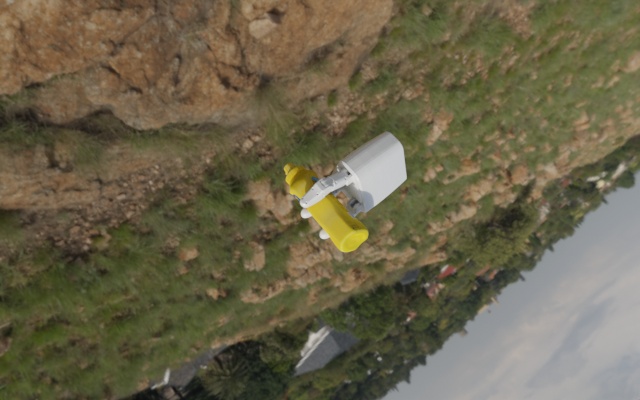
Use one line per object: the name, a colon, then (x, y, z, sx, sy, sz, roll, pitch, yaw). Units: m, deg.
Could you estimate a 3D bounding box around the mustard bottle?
mustard bottle: (0.000, 0.003, 0.836, 0.191, 0.058, 0.096, 48, 9, 21)
